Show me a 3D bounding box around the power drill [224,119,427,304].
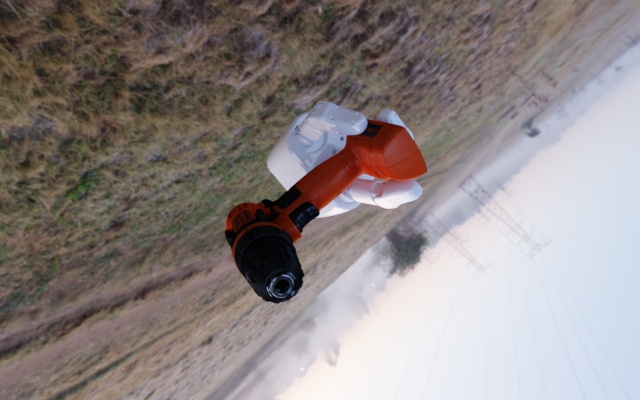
[{"bbox_3d":[0.000,0.001,0.433,0.187,0.057,0.184,-35,22,-7],"label":"power drill"}]
